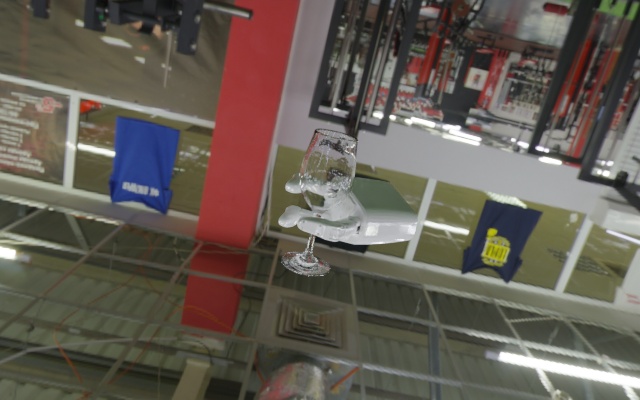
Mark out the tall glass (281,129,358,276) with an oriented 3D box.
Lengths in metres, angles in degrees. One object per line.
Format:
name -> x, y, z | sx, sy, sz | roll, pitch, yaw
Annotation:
tall glass -> 0.000, 0.003, 0.683 | 0.079, 0.201, 0.079 | 12, 17, -4
